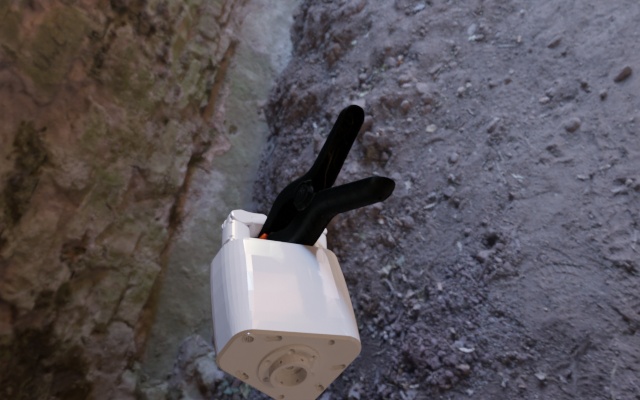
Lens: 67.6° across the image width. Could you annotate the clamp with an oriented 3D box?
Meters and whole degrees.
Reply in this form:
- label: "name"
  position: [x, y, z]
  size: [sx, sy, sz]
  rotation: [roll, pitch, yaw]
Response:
- label: "clamp"
  position: [-0.001, 0.001, 0.447]
  size: [0.039, 0.171, 0.120]
  rotation: [26, 24, -27]
